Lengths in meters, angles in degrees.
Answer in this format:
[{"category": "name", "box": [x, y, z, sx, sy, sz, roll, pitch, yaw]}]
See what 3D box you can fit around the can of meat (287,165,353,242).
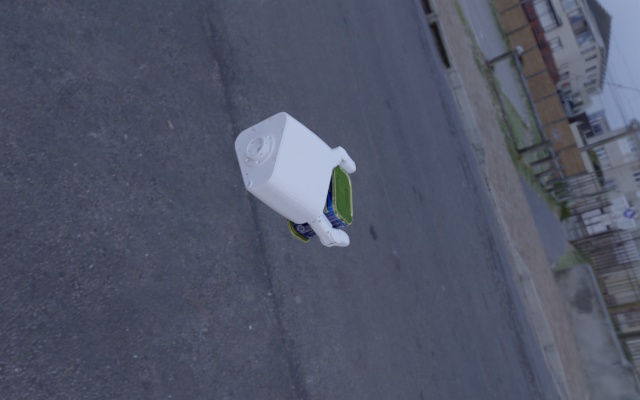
[{"category": "can of meat", "box": [0.000, 0.002, 0.725, 0.084, 0.102, 0.057, -21, -38, 28]}]
